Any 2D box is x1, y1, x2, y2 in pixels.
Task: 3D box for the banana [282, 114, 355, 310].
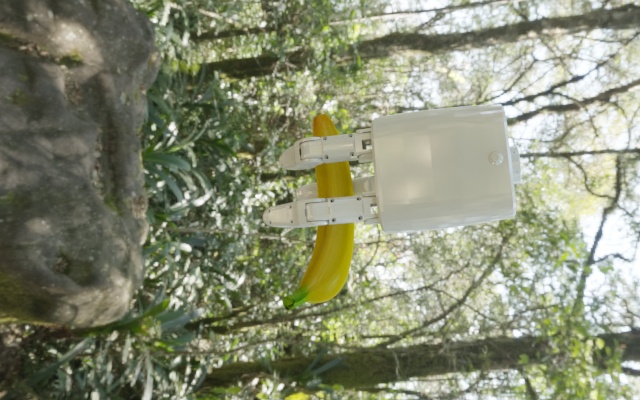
[{"bbox_3d":[0.008,0.013,0.453,0.037,0.197,0.070,-7,-30,26],"label":"banana"}]
